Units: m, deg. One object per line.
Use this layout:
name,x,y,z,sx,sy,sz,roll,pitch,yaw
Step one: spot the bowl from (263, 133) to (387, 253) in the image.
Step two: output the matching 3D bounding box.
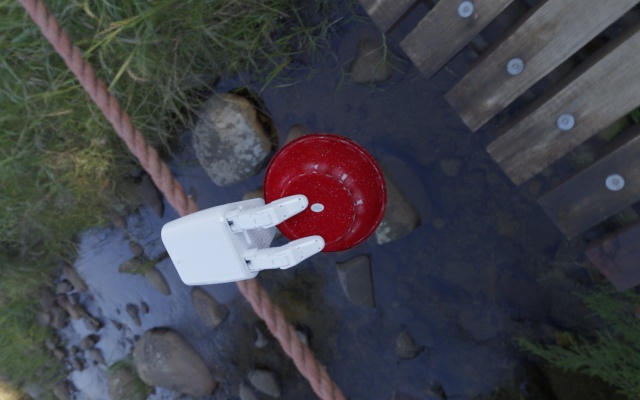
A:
bowl,0.001,0.001,0.586,0.162,0.162,0.055,0,20,10
